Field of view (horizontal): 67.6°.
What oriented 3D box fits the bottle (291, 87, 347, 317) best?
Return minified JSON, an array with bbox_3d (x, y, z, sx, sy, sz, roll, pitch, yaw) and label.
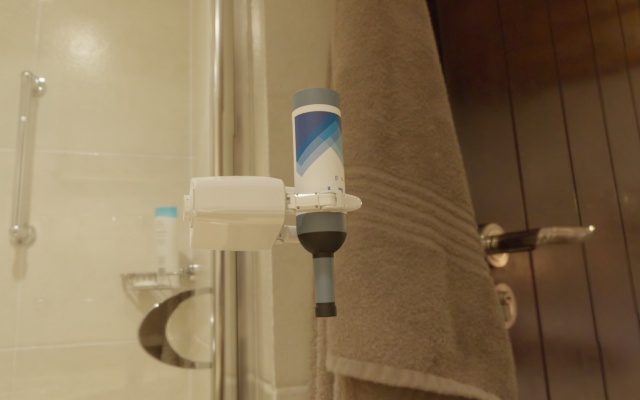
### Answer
[{"bbox_3d":[0.000,0.002,0.628,0.069,0.295,0.069,-3,-11,-1],"label":"bottle"}]
